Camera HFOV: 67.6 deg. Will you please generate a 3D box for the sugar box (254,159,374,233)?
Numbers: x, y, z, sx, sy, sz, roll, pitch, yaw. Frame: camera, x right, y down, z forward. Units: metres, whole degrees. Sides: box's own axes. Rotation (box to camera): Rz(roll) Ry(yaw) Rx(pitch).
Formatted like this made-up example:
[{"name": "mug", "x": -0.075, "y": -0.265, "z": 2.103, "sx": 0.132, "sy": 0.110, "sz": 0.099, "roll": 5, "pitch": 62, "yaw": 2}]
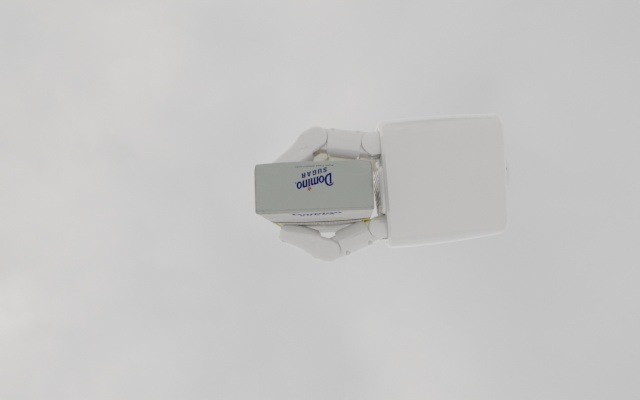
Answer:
[{"name": "sugar box", "x": 0.000, "y": 0.001, "z": 0.446, "sx": 0.093, "sy": 0.048, "sz": 0.176, "roll": -2, "pitch": -11, "yaw": 3}]
